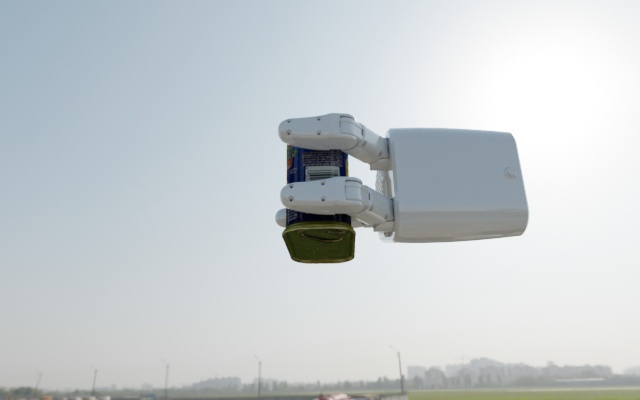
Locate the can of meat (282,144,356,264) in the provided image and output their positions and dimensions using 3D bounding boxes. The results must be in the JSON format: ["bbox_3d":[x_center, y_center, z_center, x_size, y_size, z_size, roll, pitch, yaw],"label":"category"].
[{"bbox_3d":[0.000,0.001,0.411,0.057,0.084,0.102,-2,-22,3],"label":"can of meat"}]
